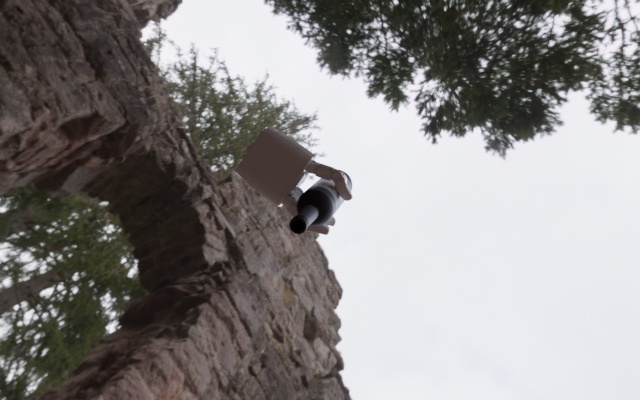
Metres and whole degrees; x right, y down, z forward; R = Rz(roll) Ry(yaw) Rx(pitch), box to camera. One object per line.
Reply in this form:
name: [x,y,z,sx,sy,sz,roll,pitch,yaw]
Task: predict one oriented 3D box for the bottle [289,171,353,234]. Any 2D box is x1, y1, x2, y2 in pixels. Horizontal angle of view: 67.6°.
bottle: [0.000,0.003,0.870,0.069,0.069,0.295,0,14,14]
